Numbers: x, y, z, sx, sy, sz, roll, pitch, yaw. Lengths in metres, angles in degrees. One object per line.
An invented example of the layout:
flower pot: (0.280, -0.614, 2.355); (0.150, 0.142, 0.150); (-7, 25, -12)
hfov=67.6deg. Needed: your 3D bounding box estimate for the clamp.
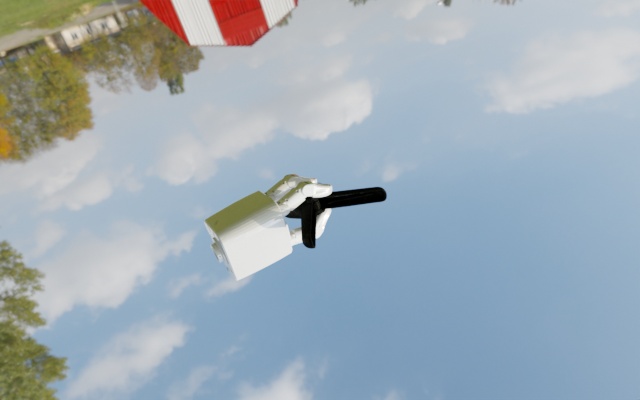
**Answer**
clamp: (0.000, 0.003, 0.812); (0.164, 0.036, 0.210); (-28, 27, -19)
